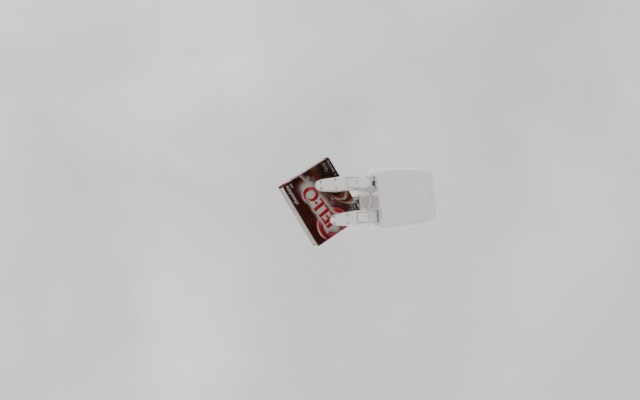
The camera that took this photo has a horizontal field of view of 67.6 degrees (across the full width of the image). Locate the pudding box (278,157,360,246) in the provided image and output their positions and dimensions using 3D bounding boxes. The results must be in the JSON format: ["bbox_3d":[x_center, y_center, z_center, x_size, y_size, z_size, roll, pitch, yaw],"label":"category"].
[{"bbox_3d":[0.000,0.002,0.757,0.090,0.113,0.039,-34,5,-18],"label":"pudding box"}]
